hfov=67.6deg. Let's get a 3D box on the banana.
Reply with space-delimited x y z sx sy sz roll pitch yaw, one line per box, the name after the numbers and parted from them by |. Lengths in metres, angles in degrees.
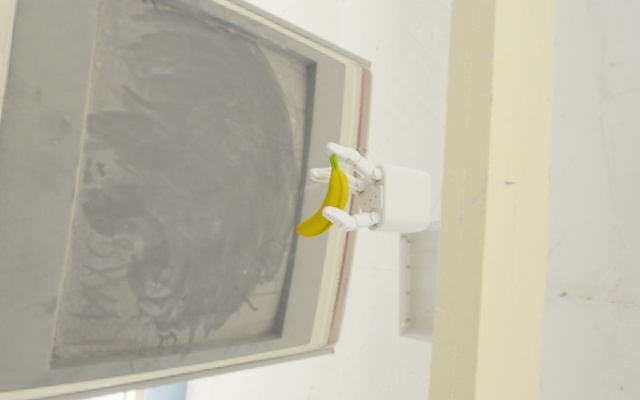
0.007 0.014 0.838 0.037 0.069 0.198 0 -43 -29 | banana
